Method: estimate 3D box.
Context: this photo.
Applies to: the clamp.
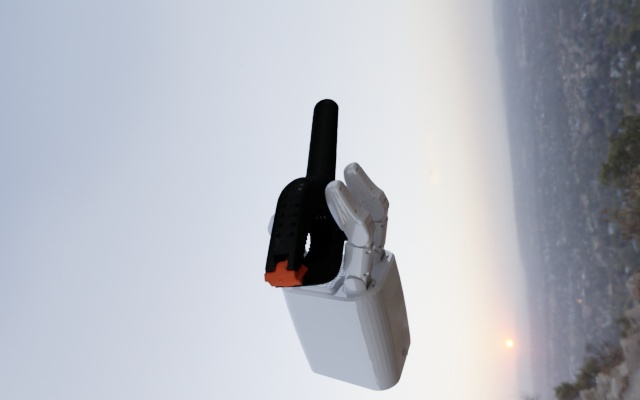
[{"bbox_3d":[-0.001,0.002,0.436,0.036,0.164,0.210,-11,17,25],"label":"clamp"}]
